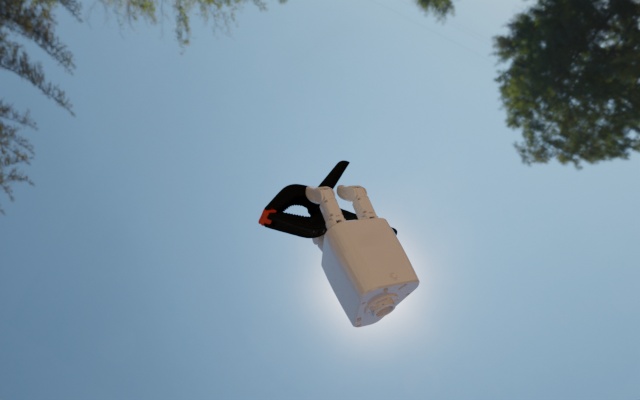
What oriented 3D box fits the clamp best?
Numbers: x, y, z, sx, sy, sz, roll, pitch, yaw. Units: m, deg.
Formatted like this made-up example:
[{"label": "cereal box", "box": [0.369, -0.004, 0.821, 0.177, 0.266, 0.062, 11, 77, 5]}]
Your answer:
[{"label": "clamp", "box": [-0.001, 0.003, 0.728, 0.210, 0.164, 0.036, -4, -40, -30]}]
